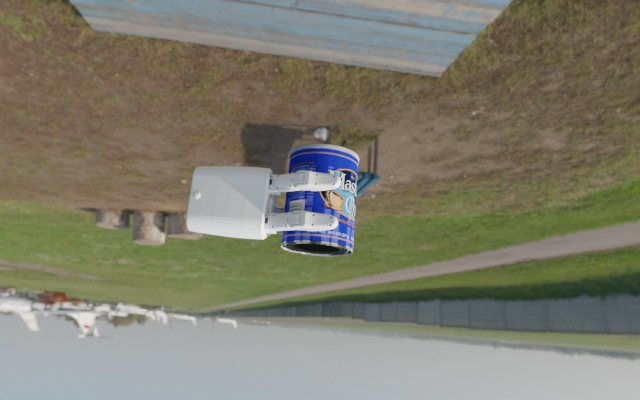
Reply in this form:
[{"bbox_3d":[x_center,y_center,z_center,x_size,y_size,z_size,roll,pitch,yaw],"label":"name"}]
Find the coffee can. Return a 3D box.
[{"bbox_3d":[0.000,0.002,0.683,0.103,0.140,0.103,4,-15,1],"label":"coffee can"}]
